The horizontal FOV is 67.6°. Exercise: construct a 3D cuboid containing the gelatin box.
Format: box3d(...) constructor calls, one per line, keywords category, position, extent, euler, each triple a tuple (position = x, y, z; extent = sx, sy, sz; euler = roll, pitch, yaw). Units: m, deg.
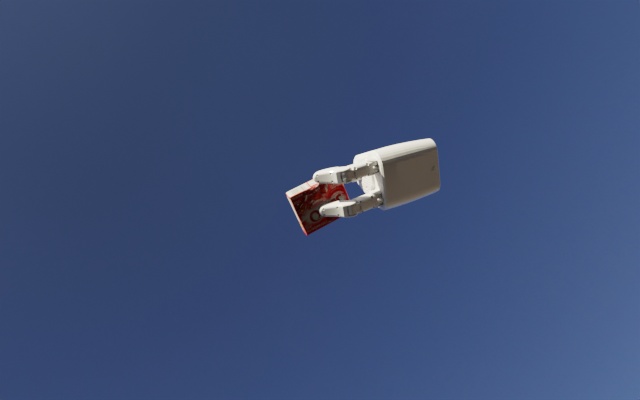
box3d(category="gelatin box", position=(0.000, 0.003, 0.766), extent=(0.089, 0.073, 0.030), euler=(-27, 25, -8))
